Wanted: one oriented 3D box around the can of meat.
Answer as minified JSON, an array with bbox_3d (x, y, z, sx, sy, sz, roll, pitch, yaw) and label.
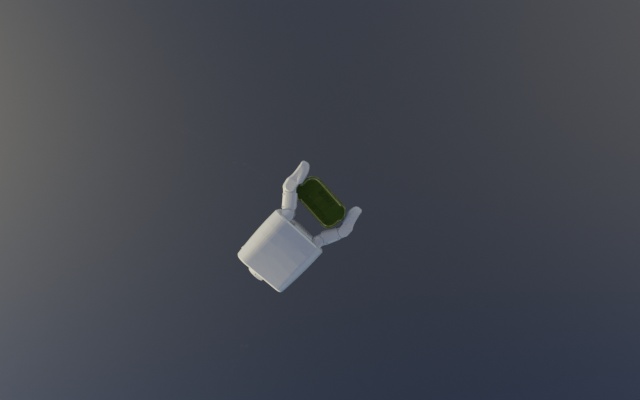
[{"bbox_3d":[0.000,0.003,0.870,0.057,0.102,0.084,-43,0,1],"label":"can of meat"}]
